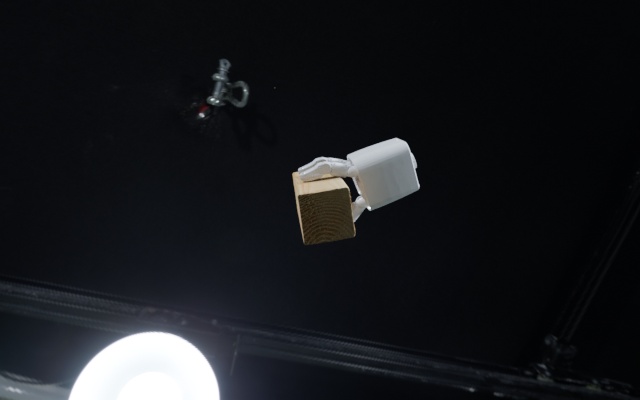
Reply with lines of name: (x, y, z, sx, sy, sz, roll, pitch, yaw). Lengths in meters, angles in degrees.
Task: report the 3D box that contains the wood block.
wood block: (0.001, 0.003, 0.895, 0.090, 0.091, 0.206, -9, 14, -3)
